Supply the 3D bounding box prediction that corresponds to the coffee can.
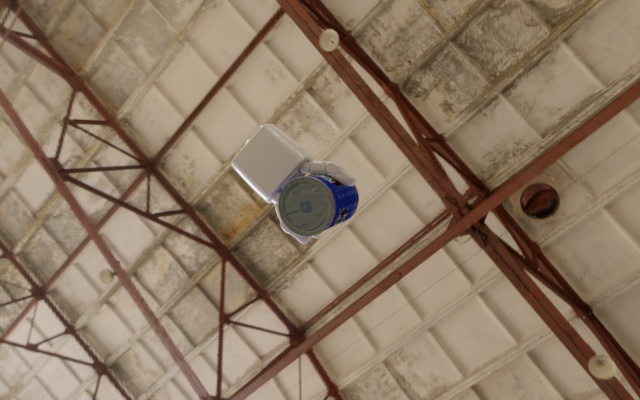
[{"bbox_3d":[0.000,0.003,0.866,0.103,0.103,0.140,0,6,22],"label":"coffee can"}]
